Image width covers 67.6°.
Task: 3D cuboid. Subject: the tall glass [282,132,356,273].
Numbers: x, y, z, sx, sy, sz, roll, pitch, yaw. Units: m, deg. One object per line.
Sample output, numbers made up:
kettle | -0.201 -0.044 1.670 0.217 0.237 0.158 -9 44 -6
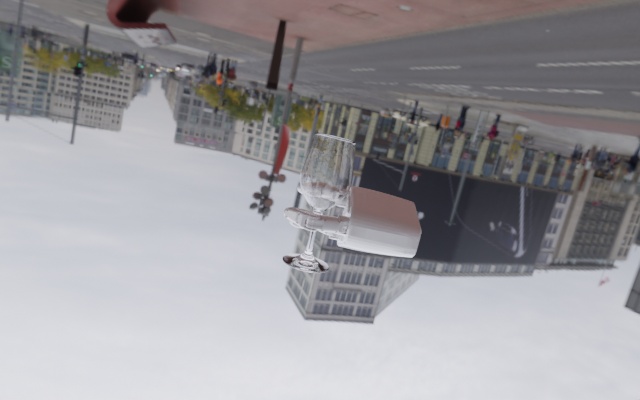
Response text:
tall glass | 0.000 0.003 0.719 0.079 0.201 0.079 13 11 -2
